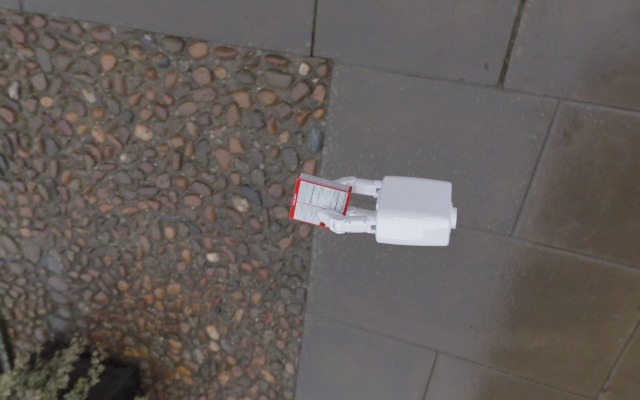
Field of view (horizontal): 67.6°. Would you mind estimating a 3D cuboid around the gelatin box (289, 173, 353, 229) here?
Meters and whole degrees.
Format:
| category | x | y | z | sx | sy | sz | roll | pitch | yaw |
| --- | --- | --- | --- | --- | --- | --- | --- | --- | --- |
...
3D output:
| category | x | y | z | sx | sy | sz | roll | pitch | yaw |
| --- | --- | --- | --- | --- | --- | --- | --- | --- | --- |
| gelatin box | 0.000 | 0.003 | 0.763 | 0.089 | 0.073 | 0.030 | 14 | 27 | 4 |
